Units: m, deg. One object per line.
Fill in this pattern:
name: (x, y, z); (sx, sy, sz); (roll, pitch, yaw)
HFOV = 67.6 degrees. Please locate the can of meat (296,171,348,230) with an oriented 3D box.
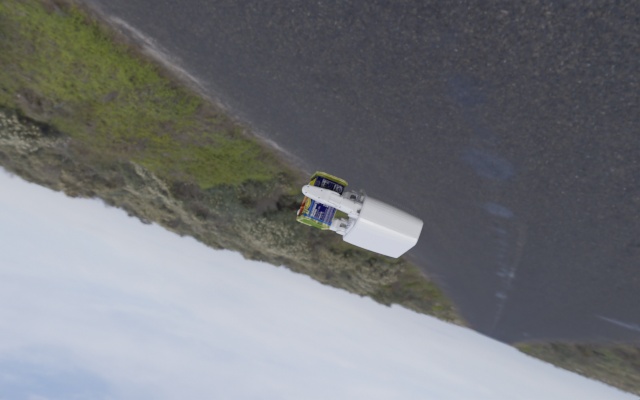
can of meat: (0.000, 0.003, 0.826); (0.057, 0.084, 0.102); (21, -7, -8)
